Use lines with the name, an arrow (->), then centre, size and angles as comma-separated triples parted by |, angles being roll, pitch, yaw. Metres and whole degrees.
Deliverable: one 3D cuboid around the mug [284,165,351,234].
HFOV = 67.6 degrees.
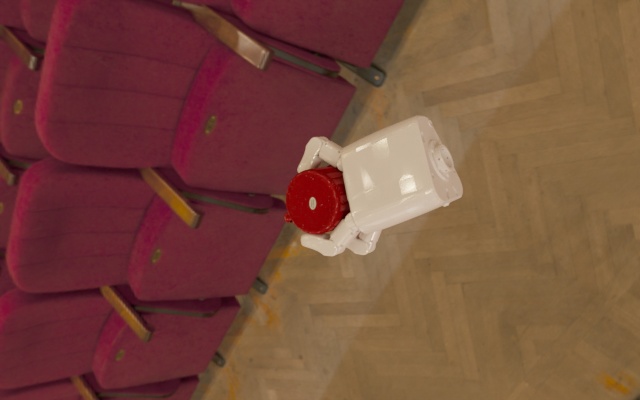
mug -> -0.001, 0.002, 0.623 | 0.117, 0.093, 0.081 | -24, -7, 33
